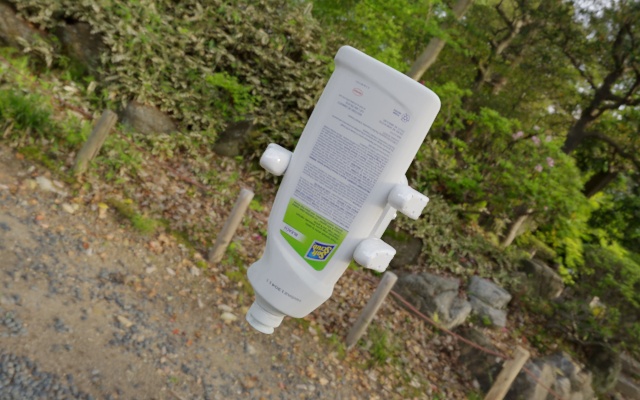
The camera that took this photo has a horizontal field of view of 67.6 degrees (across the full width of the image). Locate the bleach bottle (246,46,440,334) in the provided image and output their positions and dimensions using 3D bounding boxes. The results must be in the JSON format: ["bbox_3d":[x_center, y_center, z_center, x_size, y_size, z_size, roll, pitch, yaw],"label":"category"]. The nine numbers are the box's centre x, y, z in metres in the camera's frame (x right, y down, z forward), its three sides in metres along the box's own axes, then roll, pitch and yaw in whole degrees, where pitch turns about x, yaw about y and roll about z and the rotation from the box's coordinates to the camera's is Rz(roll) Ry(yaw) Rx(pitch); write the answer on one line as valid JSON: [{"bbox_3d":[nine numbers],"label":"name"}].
[{"bbox_3d":[0.000,0.001,0.423,0.102,0.251,0.068,32,7,11],"label":"bleach bottle"}]
